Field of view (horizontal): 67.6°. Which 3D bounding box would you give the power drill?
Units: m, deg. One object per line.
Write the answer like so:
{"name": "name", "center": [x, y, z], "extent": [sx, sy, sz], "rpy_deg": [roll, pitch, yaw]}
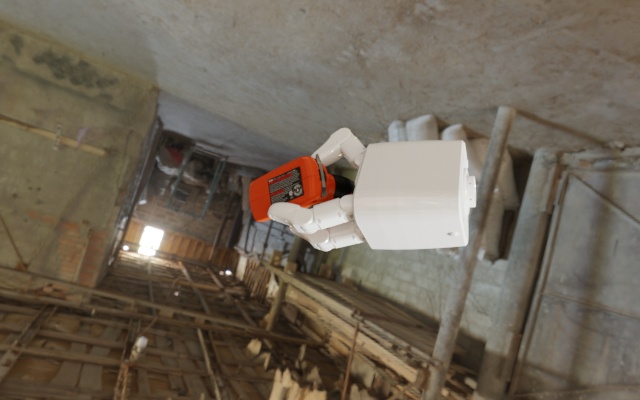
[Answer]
{"name": "power drill", "center": [0.000, 0.002, 0.620], "extent": [0.184, 0.057, 0.187], "rpy_deg": [-24, -20, 34]}
